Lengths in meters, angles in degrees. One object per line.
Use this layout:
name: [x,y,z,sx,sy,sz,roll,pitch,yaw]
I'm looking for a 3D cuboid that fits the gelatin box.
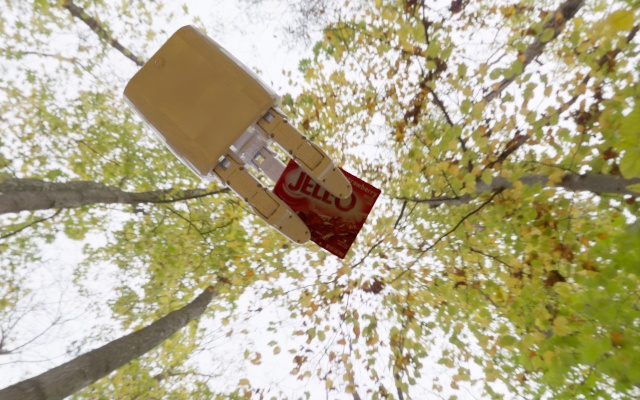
gelatin box: [0.000,0.002,0.442,0.089,0.073,0.030,30,-2,-1]
